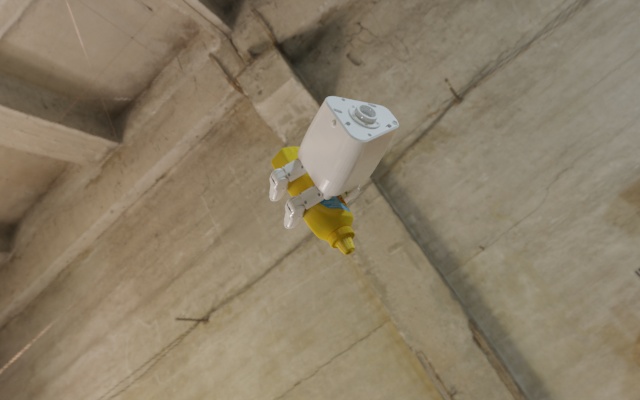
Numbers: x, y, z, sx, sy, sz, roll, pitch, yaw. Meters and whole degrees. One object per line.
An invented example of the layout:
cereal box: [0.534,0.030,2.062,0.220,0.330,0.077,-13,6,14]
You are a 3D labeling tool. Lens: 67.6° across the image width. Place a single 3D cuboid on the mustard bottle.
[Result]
mustard bottle: [0.000,0.002,0.745,0.058,0.191,0.096,-44,-31,23]
